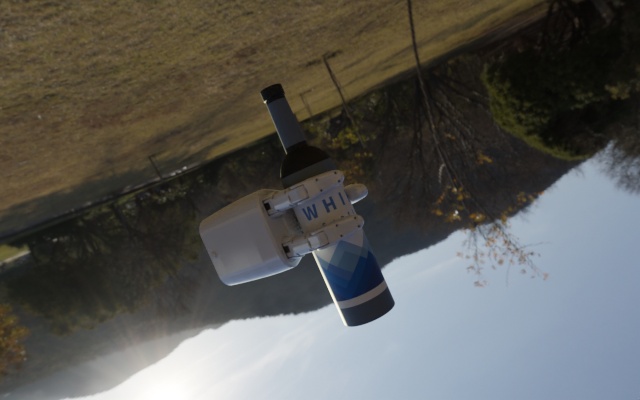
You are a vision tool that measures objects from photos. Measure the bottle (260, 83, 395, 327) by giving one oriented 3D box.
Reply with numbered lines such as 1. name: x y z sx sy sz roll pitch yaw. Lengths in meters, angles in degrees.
1. bottle: 0.000 0.002 0.570 0.069 0.296 0.069 -24 2 1
